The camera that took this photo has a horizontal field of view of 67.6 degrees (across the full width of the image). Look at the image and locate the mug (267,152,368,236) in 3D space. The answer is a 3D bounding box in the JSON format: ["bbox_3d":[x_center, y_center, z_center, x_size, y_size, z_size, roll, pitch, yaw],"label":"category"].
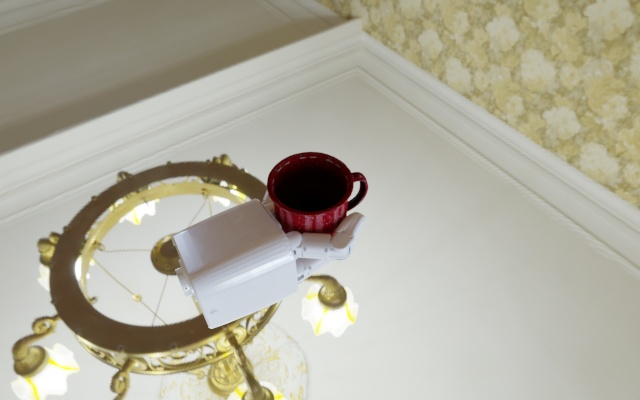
[{"bbox_3d":[0.001,0.001,0.543,0.117,0.093,0.082,-21,-37,-16],"label":"mug"}]
